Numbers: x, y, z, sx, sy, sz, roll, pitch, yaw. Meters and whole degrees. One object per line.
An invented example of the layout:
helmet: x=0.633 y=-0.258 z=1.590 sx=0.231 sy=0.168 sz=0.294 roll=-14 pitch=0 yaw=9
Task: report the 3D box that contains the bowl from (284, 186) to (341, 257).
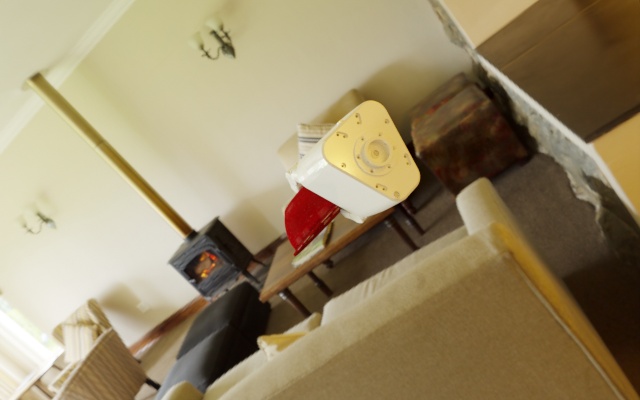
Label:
bowl: x=-0.001 y=0.002 z=0.672 sx=0.055 sy=0.162 sz=0.162 roll=43 pitch=5 yaw=5
